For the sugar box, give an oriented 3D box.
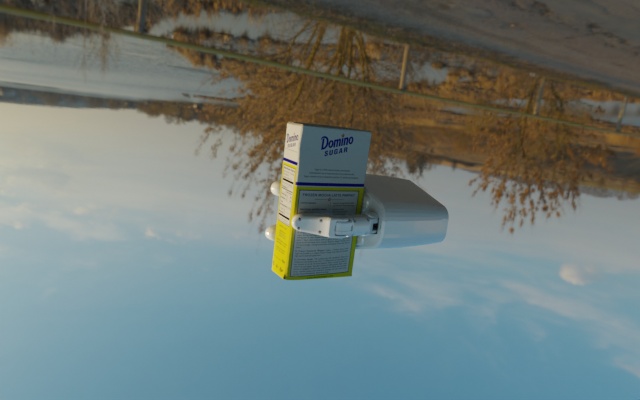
[{"bbox_3d":[0.000,0.002,0.553,0.093,0.176,0.048,1,10,-31],"label":"sugar box"}]
